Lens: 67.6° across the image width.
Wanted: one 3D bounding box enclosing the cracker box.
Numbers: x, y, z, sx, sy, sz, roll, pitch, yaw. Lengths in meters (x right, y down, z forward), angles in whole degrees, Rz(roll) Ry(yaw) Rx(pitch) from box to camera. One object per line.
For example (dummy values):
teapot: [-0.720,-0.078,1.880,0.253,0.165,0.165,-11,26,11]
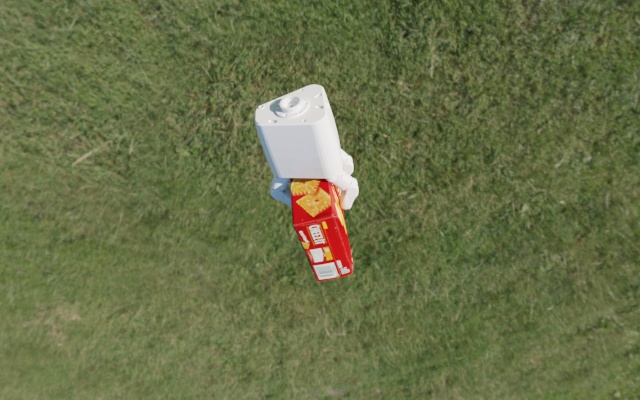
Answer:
cracker box: [0.000,0.003,0.813,0.072,0.213,0.164,-12,-42,7]
